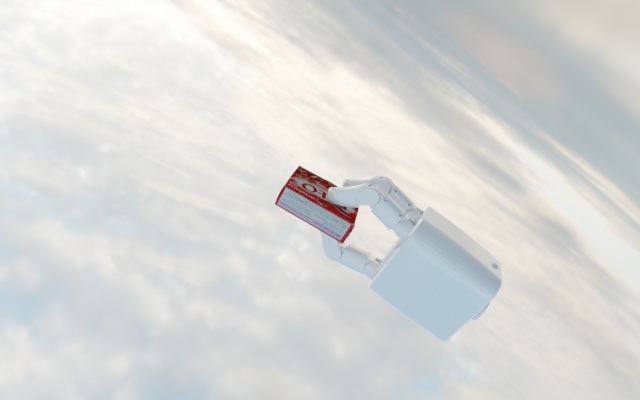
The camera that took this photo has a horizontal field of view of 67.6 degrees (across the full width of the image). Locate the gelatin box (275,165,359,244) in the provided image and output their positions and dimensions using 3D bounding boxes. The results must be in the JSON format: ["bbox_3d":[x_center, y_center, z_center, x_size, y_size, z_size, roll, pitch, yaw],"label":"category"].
[{"bbox_3d":[0.000,0.002,0.545,0.089,0.030,0.073,29,24,-2],"label":"gelatin box"}]
